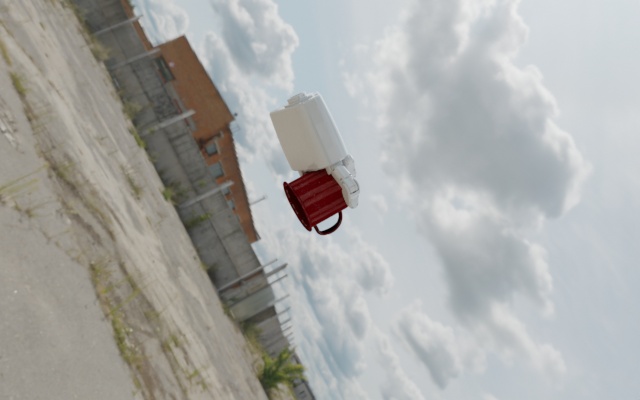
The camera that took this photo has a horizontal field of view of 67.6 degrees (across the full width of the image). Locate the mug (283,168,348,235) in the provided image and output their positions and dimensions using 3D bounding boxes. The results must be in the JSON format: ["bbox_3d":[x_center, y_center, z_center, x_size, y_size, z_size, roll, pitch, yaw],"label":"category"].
[{"bbox_3d":[0.001,0.004,0.791,0.081,0.117,0.093,-28,19,-13],"label":"mug"}]
